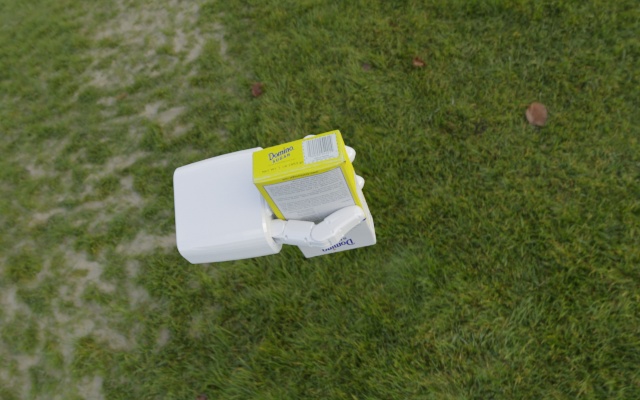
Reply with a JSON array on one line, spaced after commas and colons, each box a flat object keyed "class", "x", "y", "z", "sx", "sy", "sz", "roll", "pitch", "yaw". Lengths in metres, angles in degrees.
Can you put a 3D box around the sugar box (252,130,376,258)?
[{"class": "sugar box", "x": 0.000, "y": 0.001, "z": 0.529, "sx": 0.093, "sy": 0.048, "sz": 0.176, "roll": -12, "pitch": -31, "yaw": 10}]
